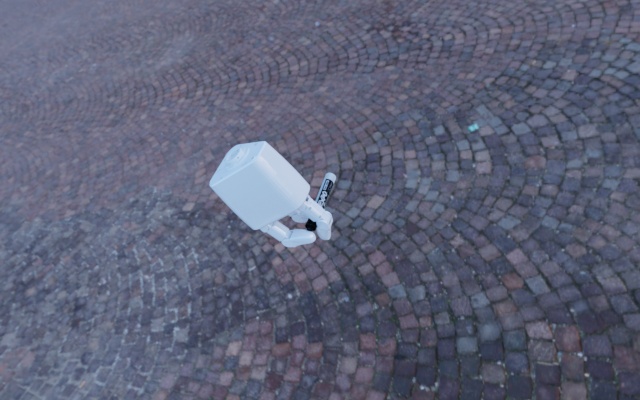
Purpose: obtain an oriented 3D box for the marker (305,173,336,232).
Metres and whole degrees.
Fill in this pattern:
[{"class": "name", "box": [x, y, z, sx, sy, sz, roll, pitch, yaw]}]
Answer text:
[{"class": "marker", "box": [0.000, 0.003, 0.793, 0.020, 0.121, 0.020, 14, -37, 11]}]
